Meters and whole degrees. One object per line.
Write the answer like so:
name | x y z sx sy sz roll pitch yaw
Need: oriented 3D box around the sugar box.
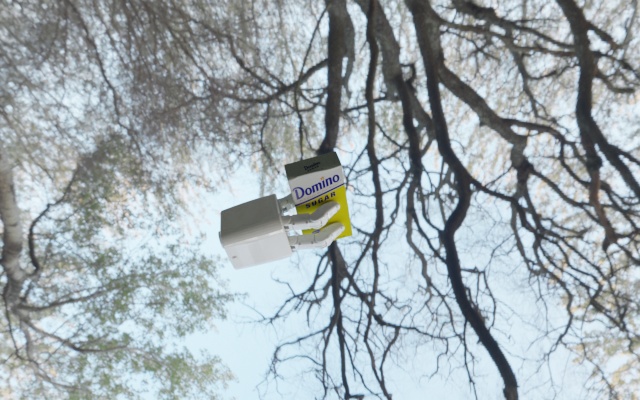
sugar box | 0.000 0.003 0.836 0.093 0.048 0.176 -16 -43 -2
